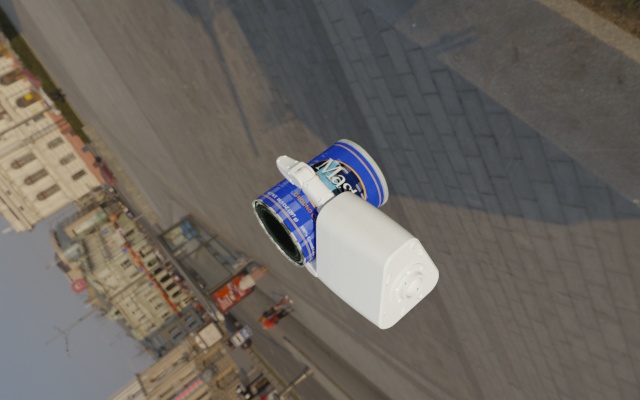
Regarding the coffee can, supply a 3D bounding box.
[{"bbox_3d":[0.000,0.002,0.604,0.140,0.103,0.103,-36,13,-19],"label":"coffee can"}]
